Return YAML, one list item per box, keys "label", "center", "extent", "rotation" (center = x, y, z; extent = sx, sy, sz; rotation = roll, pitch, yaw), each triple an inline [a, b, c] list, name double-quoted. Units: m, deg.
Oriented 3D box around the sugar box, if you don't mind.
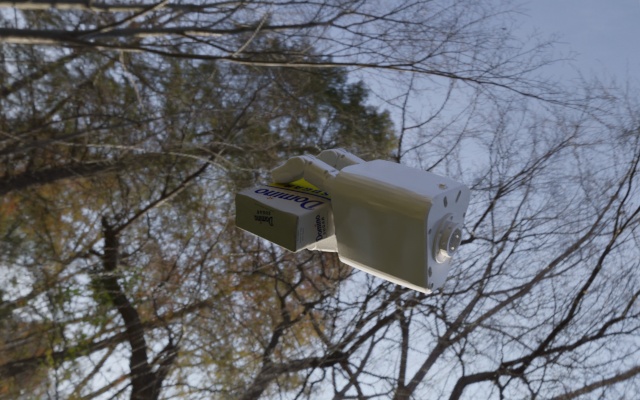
- label: "sugar box"
  center: [0.000, 0.001, 0.543]
  extent: [0.093, 0.048, 0.176]
  rotation: [19, 23, 37]
